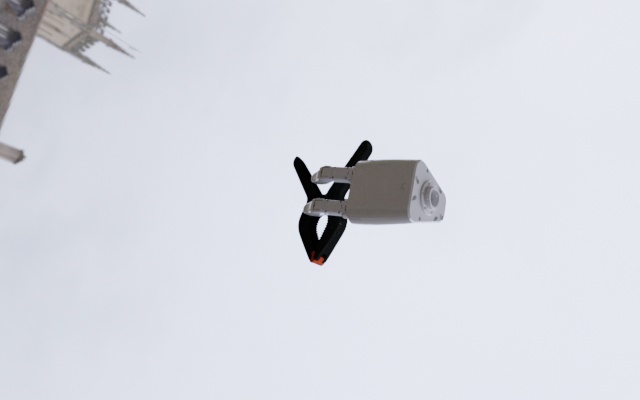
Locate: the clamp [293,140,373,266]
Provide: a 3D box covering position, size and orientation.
[{"bbox_3d":[0.001,0.003,0.799,0.164,0.210,0.036,-1,-20,42],"label":"clamp"}]
